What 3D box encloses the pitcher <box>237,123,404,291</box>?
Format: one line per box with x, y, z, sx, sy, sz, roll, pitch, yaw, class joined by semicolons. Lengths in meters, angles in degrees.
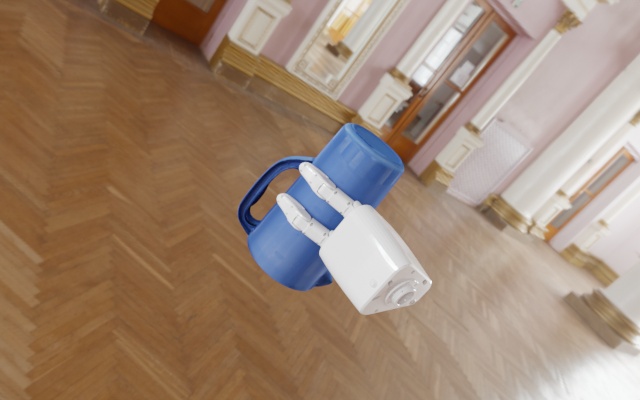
0.000;0.002;0.709;0.149;0.243;0.145;18;29;-45;pitcher
